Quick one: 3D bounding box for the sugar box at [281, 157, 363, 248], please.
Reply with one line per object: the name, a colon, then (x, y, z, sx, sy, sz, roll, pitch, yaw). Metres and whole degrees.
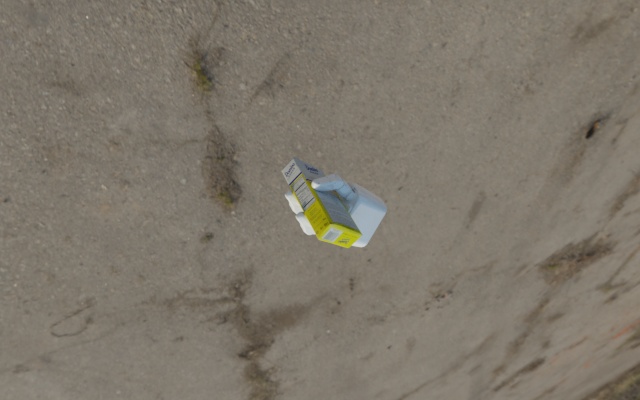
sugar box: (0.000, 0.003, 0.888, 0.093, 0.048, 0.176, 23, 27, -48)
